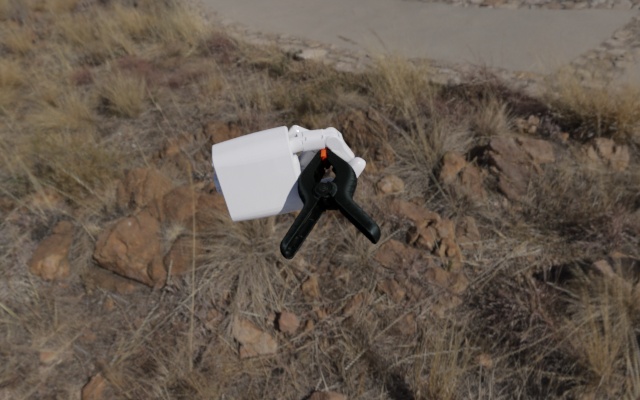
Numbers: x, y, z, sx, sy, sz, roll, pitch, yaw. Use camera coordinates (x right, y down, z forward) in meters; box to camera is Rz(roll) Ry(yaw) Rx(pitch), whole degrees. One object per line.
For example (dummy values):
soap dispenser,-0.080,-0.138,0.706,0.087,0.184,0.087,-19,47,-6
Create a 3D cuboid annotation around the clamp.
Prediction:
clamp,0.000,0.001,0.605,0.120,0.039,0.171,-13,44,0
